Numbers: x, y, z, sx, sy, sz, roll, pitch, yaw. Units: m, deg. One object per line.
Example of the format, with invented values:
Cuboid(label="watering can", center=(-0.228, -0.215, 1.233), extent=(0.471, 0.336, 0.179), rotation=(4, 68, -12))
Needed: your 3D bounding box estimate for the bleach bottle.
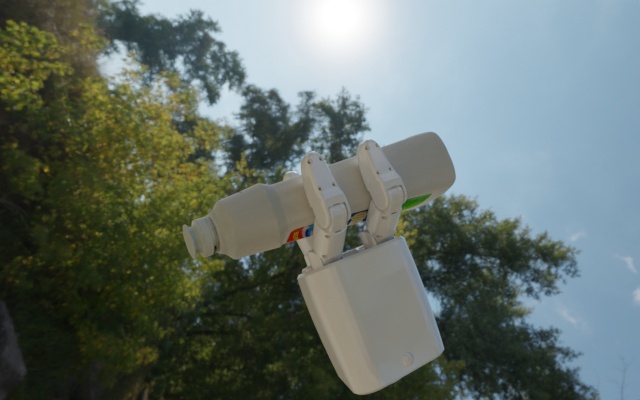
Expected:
Cuboid(label="bleach bottle", center=(0.000, 0.001, 0.437), extent=(0.251, 0.068, 0.102), rotation=(-17, -9, -27))
